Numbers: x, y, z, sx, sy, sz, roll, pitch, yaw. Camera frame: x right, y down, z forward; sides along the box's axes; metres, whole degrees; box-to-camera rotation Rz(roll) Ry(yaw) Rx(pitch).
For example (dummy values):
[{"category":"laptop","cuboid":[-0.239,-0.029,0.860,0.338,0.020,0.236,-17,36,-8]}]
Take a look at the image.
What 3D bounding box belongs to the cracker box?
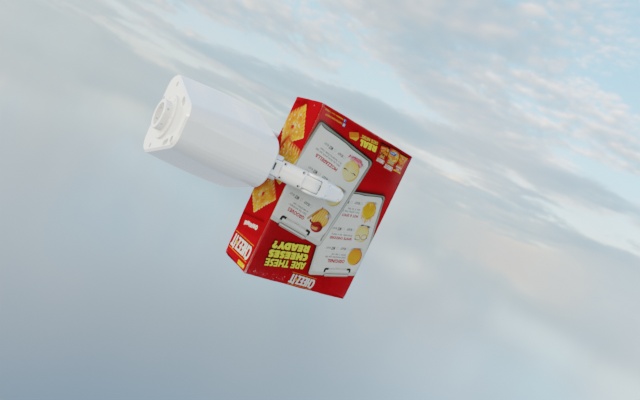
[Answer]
[{"category":"cracker box","cuboid":[0.000,0.002,0.608,0.164,0.214,0.072,23,5,-37]}]
